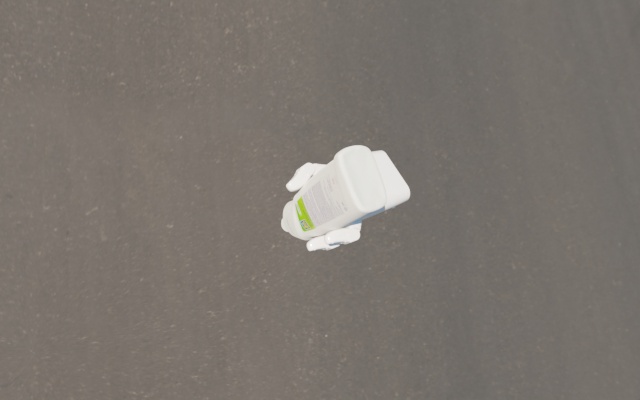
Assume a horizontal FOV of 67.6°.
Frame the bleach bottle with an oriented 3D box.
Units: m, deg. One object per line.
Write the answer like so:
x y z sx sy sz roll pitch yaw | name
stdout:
0.000 0.003 0.774 0.068 0.102 0.251 -16 -7 -34 | bleach bottle
